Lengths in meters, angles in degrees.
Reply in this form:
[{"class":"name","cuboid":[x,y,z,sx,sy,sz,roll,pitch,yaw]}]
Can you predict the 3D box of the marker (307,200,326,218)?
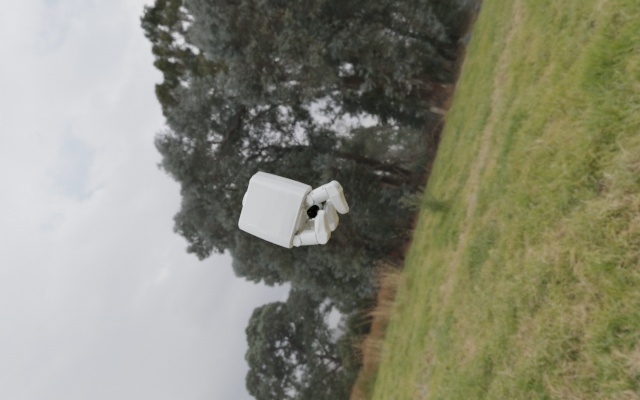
[{"class":"marker","cuboid":[0.000,0.003,0.871,0.020,0.020,0.121,0,21,18]}]
